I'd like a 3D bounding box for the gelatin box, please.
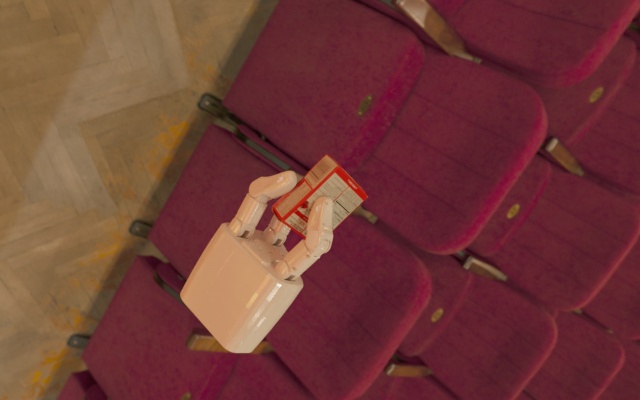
[{"bbox_3d":[0.001,0.002,0.542,0.073,0.089,0.030,41,7,-47],"label":"gelatin box"}]
